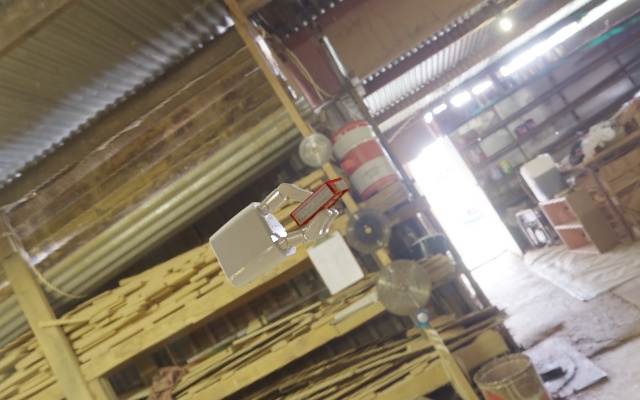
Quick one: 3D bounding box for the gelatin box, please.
[{"bbox_3d":[0.000,0.002,0.800,0.089,0.030,0.073,-43,-9,22],"label":"gelatin box"}]
